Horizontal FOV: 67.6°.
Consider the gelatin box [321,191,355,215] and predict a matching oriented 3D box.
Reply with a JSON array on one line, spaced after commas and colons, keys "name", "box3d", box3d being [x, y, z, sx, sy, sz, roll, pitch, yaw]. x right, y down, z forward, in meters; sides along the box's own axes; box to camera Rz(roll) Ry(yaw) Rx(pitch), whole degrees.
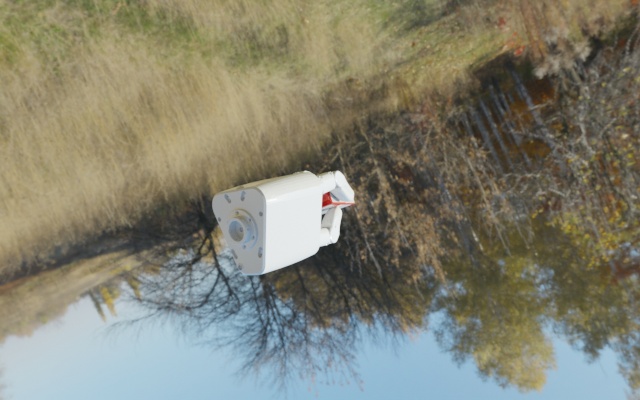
[{"name": "gelatin box", "box3d": [0.000, 0.003, 0.722, 0.073, 0.030, 0.089, -19, -9, 25]}]
